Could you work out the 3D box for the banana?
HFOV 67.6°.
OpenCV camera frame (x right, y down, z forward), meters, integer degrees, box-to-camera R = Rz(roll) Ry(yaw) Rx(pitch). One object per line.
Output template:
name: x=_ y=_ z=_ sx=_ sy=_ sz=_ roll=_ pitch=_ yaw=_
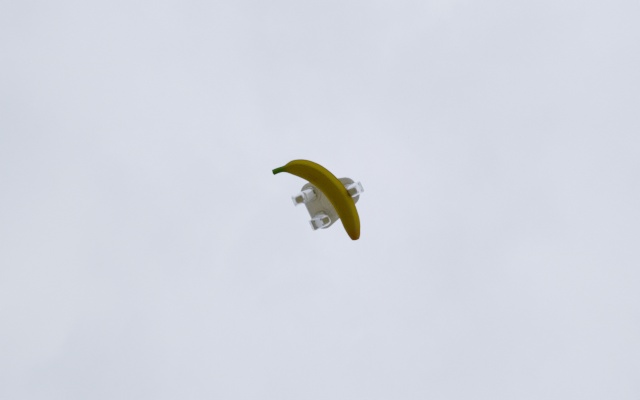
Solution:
banana: x=0.009 y=-0.014 z=0.855 sx=0.198 sy=0.069 sz=0.037 roll=40 pitch=4 yaw=0
